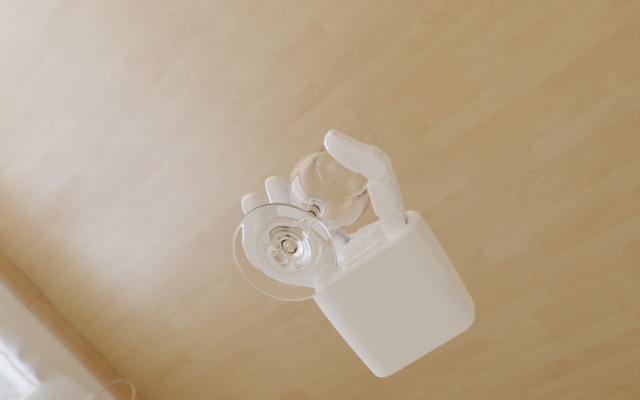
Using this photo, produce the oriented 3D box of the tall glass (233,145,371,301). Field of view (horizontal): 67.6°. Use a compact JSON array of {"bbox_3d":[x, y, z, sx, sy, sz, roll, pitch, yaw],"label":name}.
[{"bbox_3d":[0.000,0.001,0.411,0.079,0.079,0.201,0,21,16],"label":"tall glass"}]
